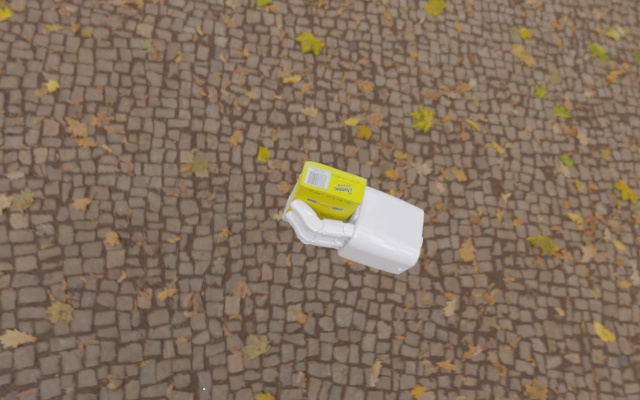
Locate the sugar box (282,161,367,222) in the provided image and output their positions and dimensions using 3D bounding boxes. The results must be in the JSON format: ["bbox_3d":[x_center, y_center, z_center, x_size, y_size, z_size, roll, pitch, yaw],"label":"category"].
[{"bbox_3d":[0.000,0.003,0.744,0.093,0.048,0.176,18,-24,-6],"label":"sugar box"}]
